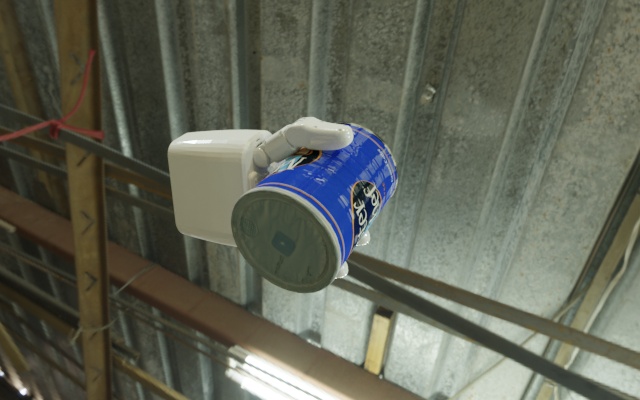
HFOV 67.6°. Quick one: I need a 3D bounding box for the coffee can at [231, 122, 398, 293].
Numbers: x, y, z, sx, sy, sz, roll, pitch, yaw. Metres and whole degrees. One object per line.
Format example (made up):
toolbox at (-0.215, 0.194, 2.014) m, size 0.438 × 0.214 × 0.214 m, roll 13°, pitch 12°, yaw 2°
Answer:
coffee can at (0.000, 0.001, 0.442) m, size 0.103 × 0.103 × 0.140 m, roll 0°, pitch 30°, yaw 32°
